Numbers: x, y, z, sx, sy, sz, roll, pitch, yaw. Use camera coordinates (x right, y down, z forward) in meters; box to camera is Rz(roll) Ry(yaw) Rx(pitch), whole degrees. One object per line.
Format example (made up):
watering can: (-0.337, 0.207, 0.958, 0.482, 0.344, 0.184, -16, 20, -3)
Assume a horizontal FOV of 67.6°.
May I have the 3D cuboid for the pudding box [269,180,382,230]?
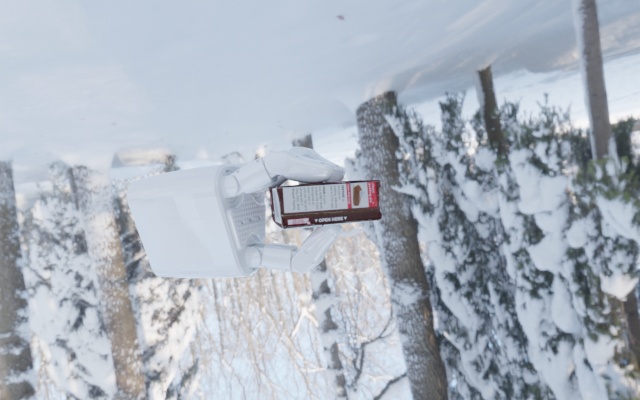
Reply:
pudding box: (0.000, 0.002, 0.450, 0.090, 0.039, 0.113, -5, 4, -9)
